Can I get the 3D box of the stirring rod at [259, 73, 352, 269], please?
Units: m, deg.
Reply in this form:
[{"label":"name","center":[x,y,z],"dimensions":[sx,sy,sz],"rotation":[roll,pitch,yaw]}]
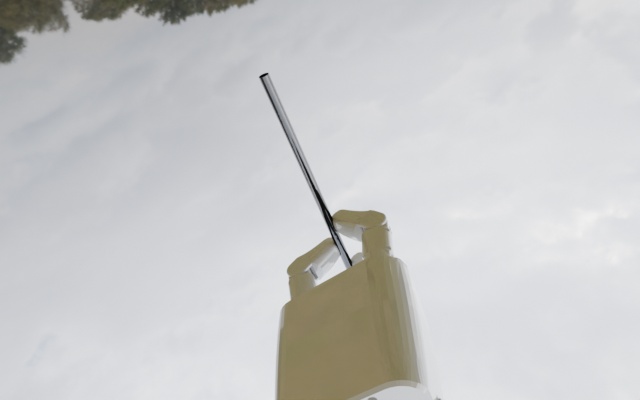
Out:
[{"label":"stirring rod","center":[0.000,0.001,0.413],"dimensions":[0.011,0.240,0.011],"rotation":[-17,33,11]}]
